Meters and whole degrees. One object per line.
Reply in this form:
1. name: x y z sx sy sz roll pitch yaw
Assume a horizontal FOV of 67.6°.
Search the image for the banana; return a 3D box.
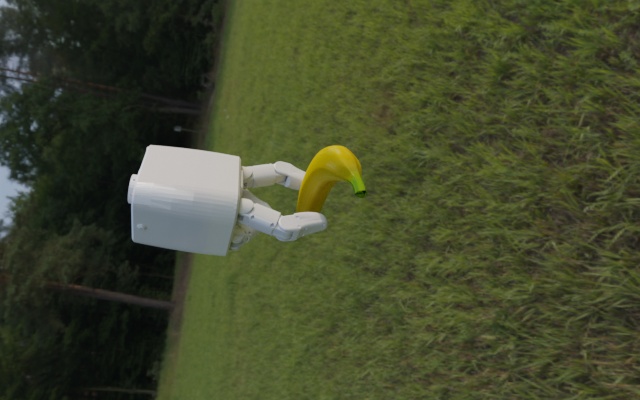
1. banana: 0.003 -0.017 0.536 0.037 0.069 0.198 9 -15 -14
